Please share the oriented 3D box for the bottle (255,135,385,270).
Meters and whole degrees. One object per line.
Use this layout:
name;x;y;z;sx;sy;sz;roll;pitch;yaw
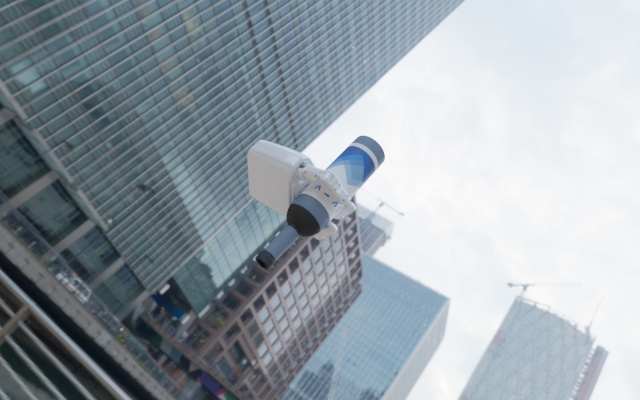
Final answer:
bottle;0.000;0.002;0.795;0.069;0.069;0.295;0;39;52
